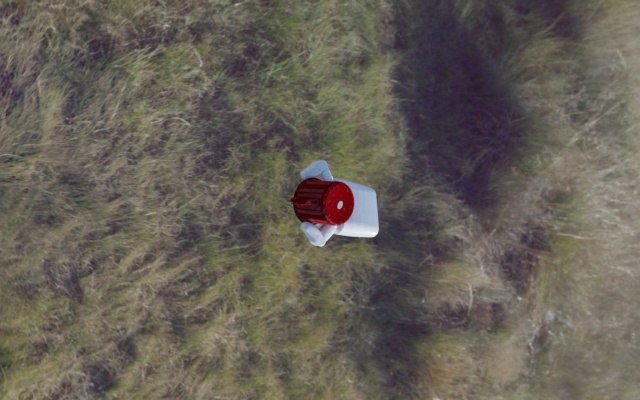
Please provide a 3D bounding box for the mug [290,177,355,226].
[{"bbox_3d":[-0.001,0.003,0.883,0.117,0.093,0.081,7,-2,-40],"label":"mug"}]
